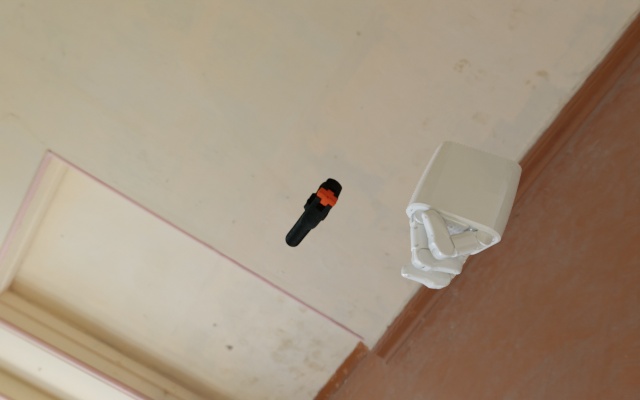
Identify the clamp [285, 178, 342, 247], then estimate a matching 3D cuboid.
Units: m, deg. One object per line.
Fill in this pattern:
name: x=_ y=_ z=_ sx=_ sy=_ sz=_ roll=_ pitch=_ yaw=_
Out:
clamp: x=0.000 y=0.002 z=0.693 sx=0.039 sy=0.120 sz=0.171 roll=30 pitch=-22 yaw=-7
